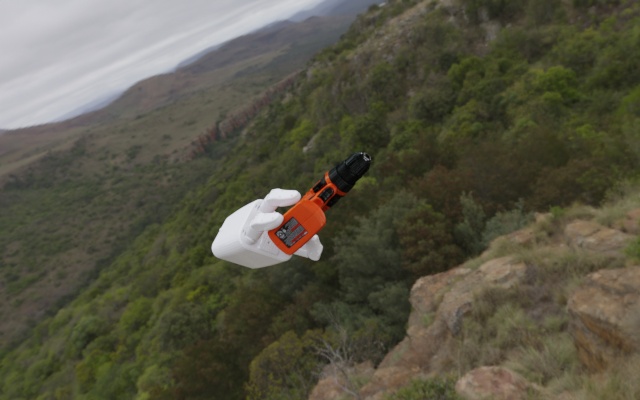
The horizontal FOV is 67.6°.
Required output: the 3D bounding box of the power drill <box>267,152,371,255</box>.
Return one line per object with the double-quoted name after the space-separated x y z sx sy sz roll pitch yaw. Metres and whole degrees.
0.000 0.003 0.809 0.184 0.057 0.187 -44 1 30 "power drill"
